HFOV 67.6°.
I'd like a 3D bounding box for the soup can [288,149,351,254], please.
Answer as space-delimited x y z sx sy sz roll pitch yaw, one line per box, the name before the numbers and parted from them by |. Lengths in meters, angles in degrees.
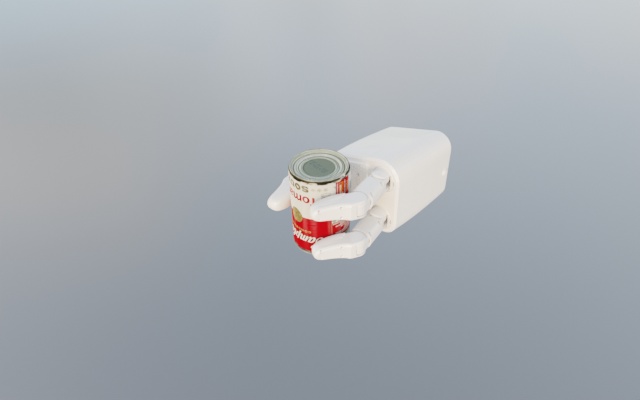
soup can | 0.000 0.002 0.538 0.068 0.102 0.068 -1 38 1
